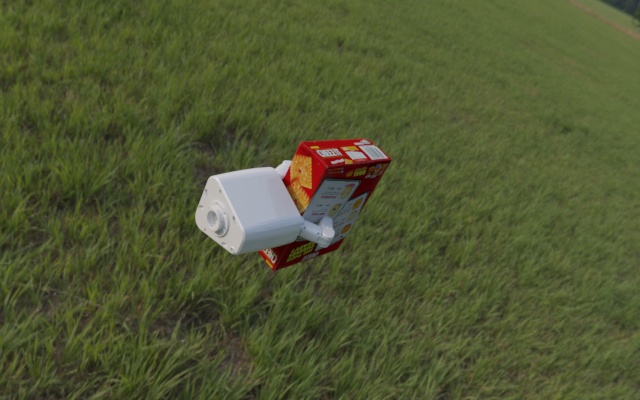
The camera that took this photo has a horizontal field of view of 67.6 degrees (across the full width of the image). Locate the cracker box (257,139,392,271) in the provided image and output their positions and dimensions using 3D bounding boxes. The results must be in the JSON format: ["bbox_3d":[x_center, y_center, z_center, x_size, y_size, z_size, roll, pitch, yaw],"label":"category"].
[{"bbox_3d":[0.000,0.003,0.782,0.164,0.214,0.072,-12,49,-47],"label":"cracker box"}]
